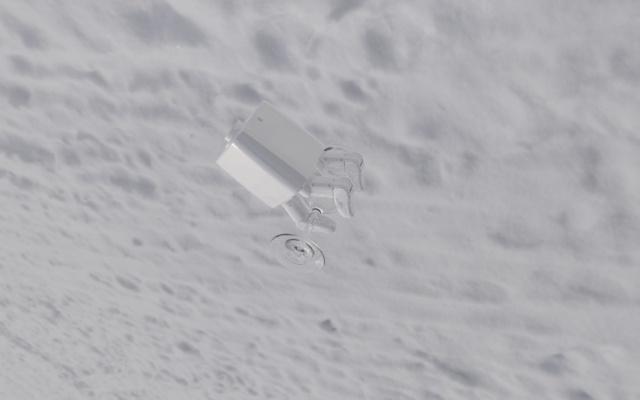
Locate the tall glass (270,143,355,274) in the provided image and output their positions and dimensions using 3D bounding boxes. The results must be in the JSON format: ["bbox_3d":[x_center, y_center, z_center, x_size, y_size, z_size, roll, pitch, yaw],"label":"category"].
[{"bbox_3d":[0.000,0.003,0.670,0.079,0.079,0.201,0,41,24],"label":"tall glass"}]
